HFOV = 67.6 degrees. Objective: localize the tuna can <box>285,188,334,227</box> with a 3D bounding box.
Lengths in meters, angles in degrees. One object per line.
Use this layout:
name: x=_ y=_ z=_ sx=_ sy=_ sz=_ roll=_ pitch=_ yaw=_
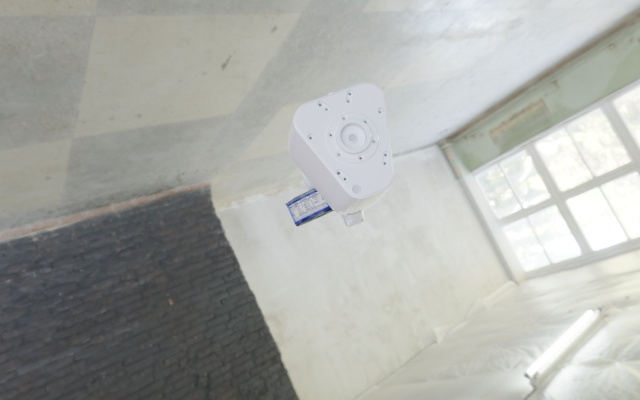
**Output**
tuna can: x=0.000 y=0.003 z=0.619 sx=0.086 sy=0.034 sz=0.086 roll=-25 pitch=-3 yaw=-1
